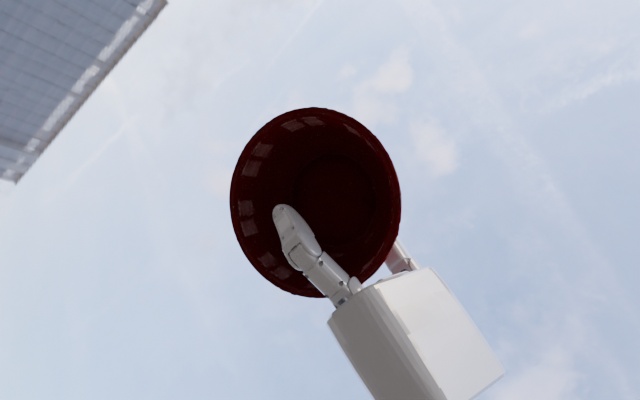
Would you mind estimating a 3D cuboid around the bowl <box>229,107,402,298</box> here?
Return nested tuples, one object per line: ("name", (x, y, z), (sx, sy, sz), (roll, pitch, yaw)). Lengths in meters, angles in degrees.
("bowl", (0.000, 0.000, 0.426), (0.162, 0.162, 0.055), (0, 3, 25))
